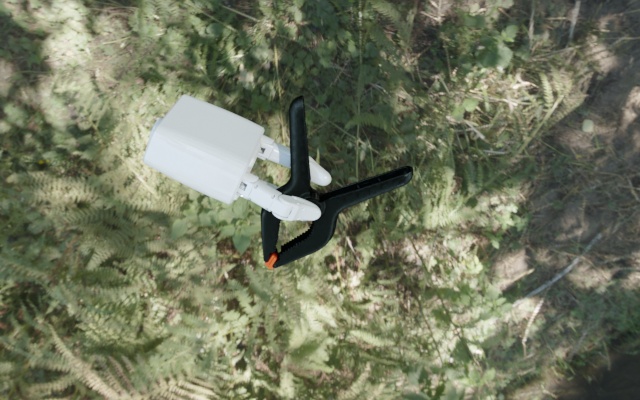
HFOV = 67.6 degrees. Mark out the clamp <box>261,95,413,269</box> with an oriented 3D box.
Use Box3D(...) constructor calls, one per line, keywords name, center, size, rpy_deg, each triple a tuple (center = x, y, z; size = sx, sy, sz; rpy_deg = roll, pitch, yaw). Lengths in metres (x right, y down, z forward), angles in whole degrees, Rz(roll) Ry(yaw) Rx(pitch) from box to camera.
Box3D(name="clamp", center=(0.000, 0.003, 0.575), size=(0.164, 0.210, 0.036), rpy_deg=(25, 20, -8))
